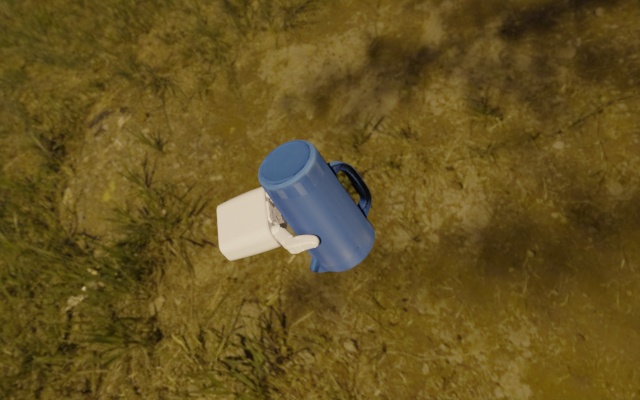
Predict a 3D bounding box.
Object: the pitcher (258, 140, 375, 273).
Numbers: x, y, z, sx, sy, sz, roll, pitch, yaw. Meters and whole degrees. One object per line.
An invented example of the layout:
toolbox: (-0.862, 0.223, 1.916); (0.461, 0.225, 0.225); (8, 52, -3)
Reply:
pitcher: (0.000, 0.003, 0.849); (0.145, 0.149, 0.243); (-19, -46, 17)
